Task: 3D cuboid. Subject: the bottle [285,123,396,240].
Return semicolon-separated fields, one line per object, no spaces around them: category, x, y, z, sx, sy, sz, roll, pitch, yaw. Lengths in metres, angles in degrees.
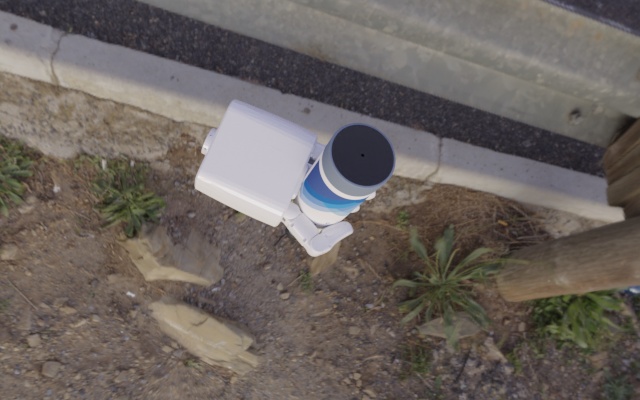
bottle;0.000;0.002;0.578;0.069;0.069;0.296;0;-18;-16
